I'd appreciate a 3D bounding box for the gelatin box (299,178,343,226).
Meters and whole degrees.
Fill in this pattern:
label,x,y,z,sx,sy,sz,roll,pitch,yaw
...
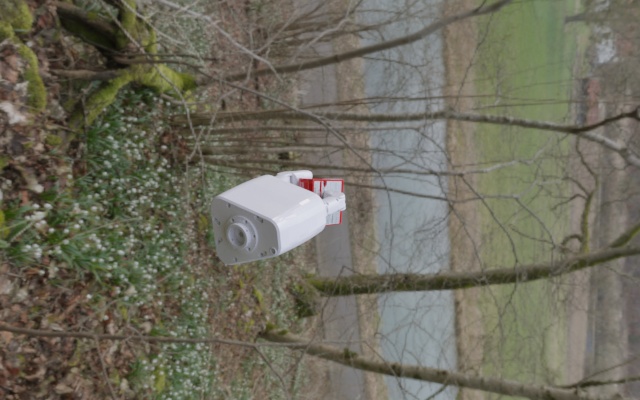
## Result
label,x,y,z,sx,sy,sz,roll,pitch,yaw
gelatin box,0.001,0.002,0.742,0.030,0.073,0.089,5,5,34
